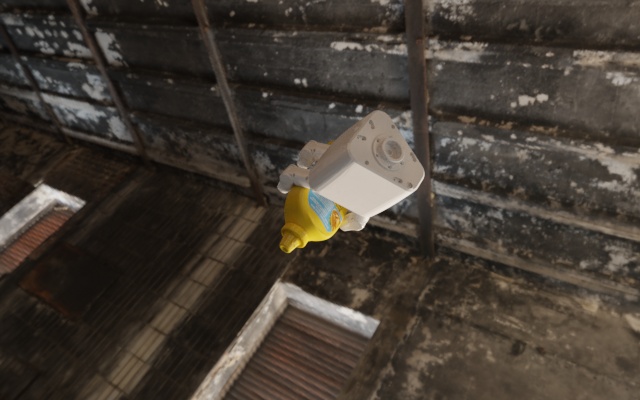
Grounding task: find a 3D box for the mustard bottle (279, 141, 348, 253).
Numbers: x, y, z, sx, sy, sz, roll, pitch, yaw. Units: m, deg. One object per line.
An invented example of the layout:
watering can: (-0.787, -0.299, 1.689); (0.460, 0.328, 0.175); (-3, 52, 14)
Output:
mustard bottle: (0.000, 0.002, 0.713); (0.058, 0.096, 0.191); (1, 44, 45)
